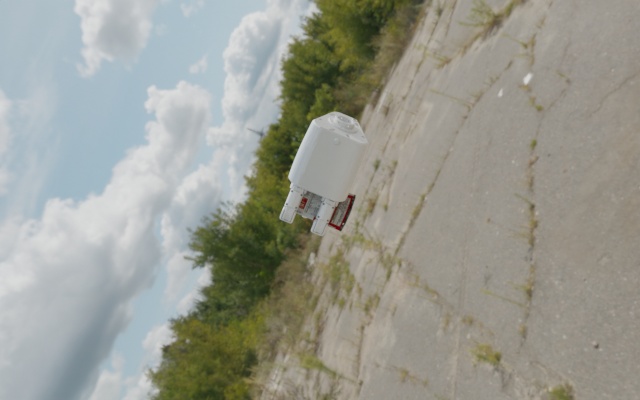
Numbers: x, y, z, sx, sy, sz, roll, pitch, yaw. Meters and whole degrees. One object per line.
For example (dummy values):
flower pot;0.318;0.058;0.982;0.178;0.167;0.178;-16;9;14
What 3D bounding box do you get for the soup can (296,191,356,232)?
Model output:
soup can;0.000;0.003;0.810;0.102;0.068;0.068;22;-1;-2
